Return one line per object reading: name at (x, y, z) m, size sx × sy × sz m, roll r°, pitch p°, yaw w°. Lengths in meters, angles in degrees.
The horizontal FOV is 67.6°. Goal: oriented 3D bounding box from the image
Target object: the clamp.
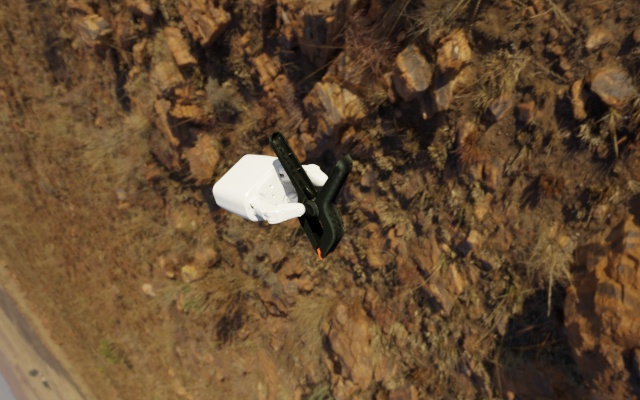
clamp at (-0.001, 0.003, 0.718) m, size 0.036 × 0.210 × 0.164 m, roll -31°, pitch 31°, yaw -31°
